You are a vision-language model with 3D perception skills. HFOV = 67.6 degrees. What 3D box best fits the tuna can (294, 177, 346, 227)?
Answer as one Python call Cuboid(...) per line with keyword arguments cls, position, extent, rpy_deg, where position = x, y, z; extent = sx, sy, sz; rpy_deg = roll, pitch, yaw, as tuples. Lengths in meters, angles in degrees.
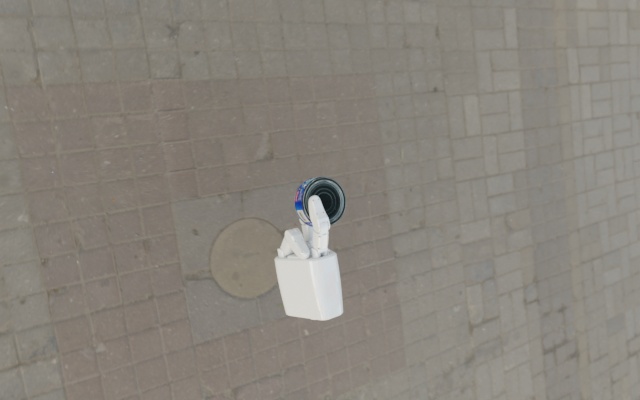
Cuboid(cls="tuna can", position=(0.000, 0.003, 0.811), extent=(0.086, 0.086, 0.034), rpy_deg=(0, -2, -28))
